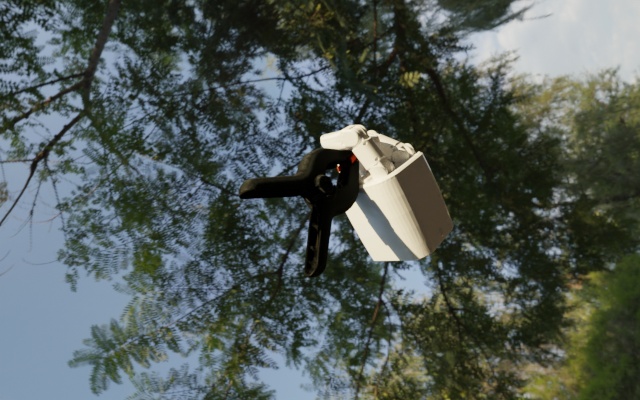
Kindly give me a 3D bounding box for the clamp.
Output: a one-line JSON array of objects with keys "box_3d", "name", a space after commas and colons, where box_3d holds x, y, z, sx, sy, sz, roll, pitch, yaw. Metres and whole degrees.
[{"box_3d": [0.000, 0.002, 0.527, 0.039, 0.120, 0.171, -22, 9, 47], "name": "clamp"}]
